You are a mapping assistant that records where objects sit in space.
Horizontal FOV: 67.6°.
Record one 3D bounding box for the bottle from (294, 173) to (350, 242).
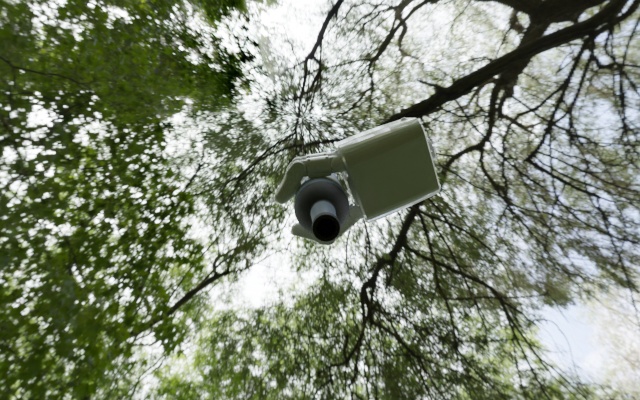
[{"bbox_3d":[0.000,0.002,0.605,0.069,0.069,0.295,0,10,-2],"label":"bottle"}]
